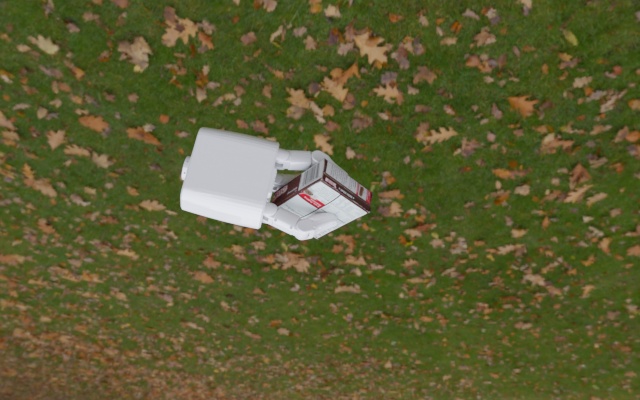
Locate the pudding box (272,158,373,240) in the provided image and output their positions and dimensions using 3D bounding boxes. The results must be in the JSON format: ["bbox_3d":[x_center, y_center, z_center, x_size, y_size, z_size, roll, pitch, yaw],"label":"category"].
[{"bbox_3d":[0.000,0.002,0.648,0.090,0.039,0.113,33,-41,-27],"label":"pudding box"}]
